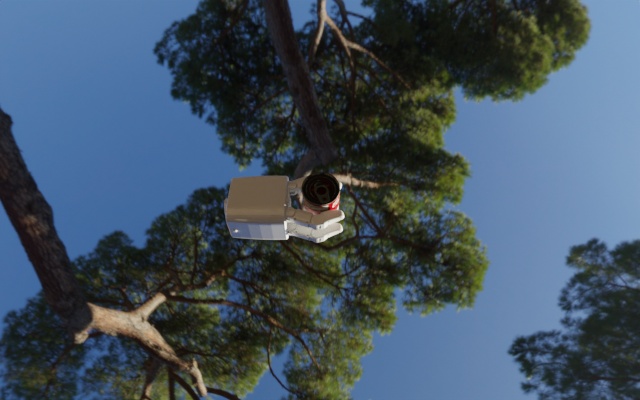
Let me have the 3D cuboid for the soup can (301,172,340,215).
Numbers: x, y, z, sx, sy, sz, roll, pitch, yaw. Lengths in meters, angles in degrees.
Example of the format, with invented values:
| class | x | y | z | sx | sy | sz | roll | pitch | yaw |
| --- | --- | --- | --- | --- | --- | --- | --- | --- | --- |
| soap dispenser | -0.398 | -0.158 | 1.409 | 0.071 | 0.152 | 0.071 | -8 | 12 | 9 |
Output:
| class | x | y | z | sx | sy | sz | roll | pitch | yaw |
| --- | --- | --- | --- | --- | --- | --- | --- | --- | --- |
| soup can | 0.001 | 0.003 | 0.876 | 0.068 | 0.068 | 0.102 | 0 | -29 | -1 |
